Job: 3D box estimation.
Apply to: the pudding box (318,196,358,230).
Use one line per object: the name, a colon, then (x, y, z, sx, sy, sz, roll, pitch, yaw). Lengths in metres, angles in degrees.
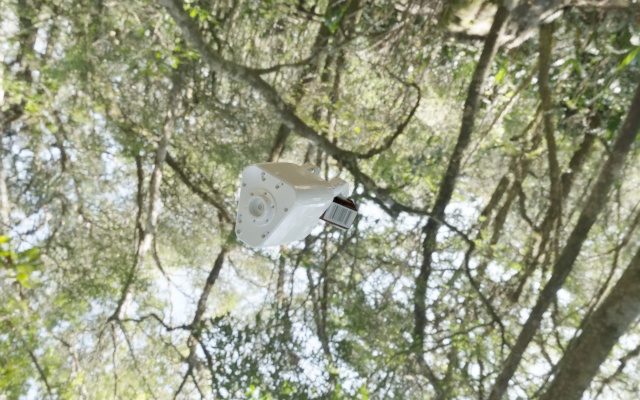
pudding box: (0.000, 0.003, 0.781, 0.113, 0.039, 0.090, 24, 11, -6)
